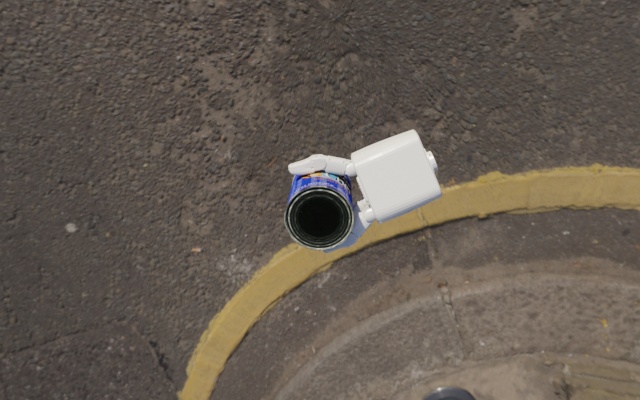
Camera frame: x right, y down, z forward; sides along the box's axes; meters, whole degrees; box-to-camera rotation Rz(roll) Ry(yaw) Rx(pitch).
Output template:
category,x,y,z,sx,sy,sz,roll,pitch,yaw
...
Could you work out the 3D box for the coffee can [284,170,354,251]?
category,x,y,z,sx,sy,sz,roll,pitch,yaw
coffee can,0.000,0.002,0.758,0.103,0.103,0.140,0,21,2
